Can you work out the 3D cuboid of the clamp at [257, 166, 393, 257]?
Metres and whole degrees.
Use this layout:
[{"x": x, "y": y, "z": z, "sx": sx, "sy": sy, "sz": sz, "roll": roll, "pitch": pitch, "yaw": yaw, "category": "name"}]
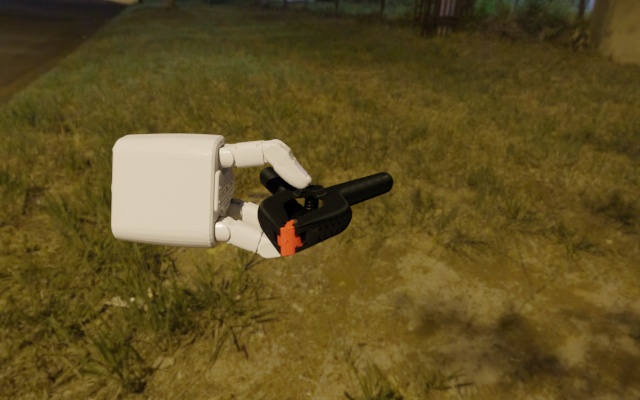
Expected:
[{"x": 0.000, "y": 0.001, "z": 0.506, "sx": 0.164, "sy": 0.036, "sz": 0.210, "roll": 0, "pitch": 19, "yaw": 4, "category": "clamp"}]
